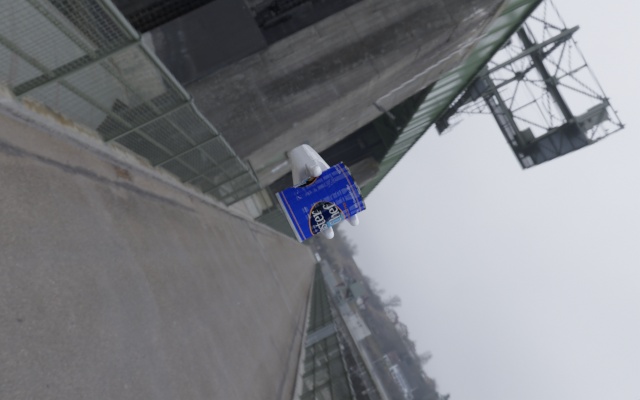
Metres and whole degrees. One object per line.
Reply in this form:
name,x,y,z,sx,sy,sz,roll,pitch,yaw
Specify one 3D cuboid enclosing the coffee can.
coffee can,0.000,0.003,0.896,0.140,0.103,0.103,-26,1,-3
